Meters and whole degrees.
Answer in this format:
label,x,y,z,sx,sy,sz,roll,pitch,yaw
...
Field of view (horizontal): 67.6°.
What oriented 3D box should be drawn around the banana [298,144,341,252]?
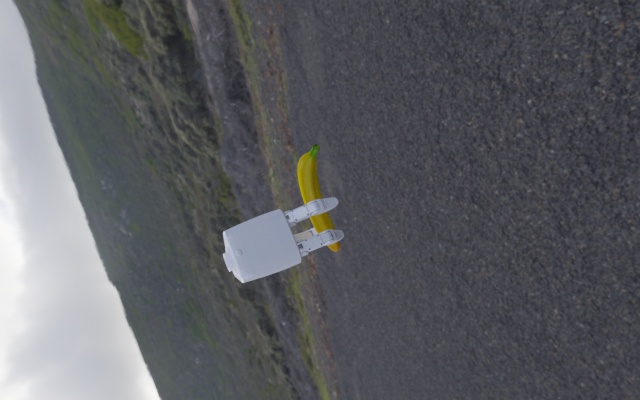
label,x,y,z,sx,sy,sz,roll,pitch,yaw
banana,-0.008,-0.002,0.875,0.037,0.198,0.069,-18,12,-20
